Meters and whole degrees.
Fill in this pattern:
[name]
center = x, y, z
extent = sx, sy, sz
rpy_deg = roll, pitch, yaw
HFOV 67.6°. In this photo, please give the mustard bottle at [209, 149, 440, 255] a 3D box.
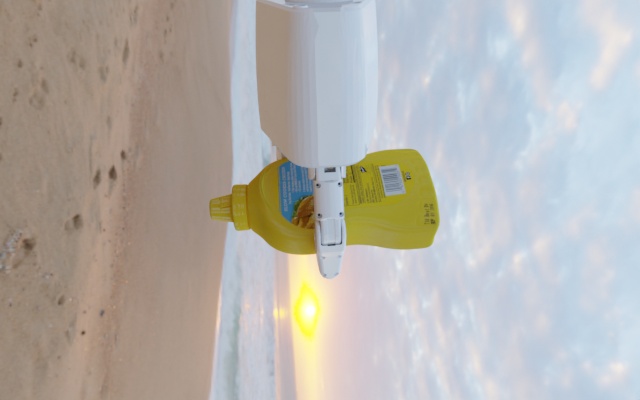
[mustard bottle]
center = 0.000, 0.002, 0.420
extent = 0.191, 0.096, 0.058
rpy_deg = -3, -37, -4
